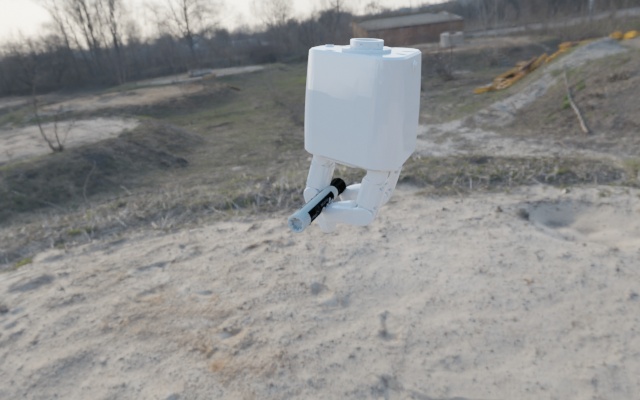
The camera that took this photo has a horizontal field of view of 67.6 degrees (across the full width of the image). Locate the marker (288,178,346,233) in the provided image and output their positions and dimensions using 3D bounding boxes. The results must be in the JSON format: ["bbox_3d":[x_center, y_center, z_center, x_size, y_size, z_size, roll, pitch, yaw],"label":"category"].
[{"bbox_3d":[0.000,0.002,0.511,0.020,0.020,0.121,0,21,25],"label":"marker"}]
